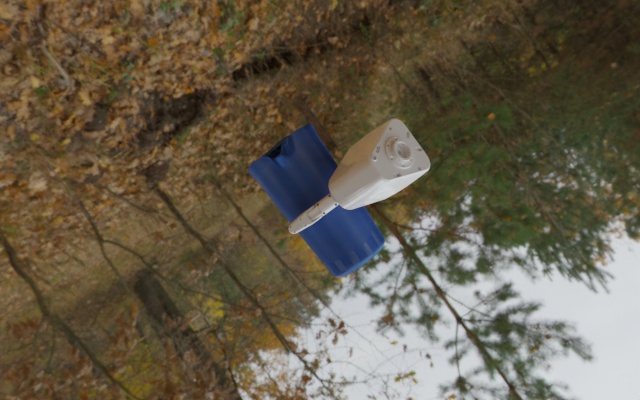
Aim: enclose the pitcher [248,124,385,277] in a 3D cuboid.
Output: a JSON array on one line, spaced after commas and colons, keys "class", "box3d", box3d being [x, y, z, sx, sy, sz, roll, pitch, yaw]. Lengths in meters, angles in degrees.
[{"class": "pitcher", "box3d": [0.000, 0.003, 0.816, 0.149, 0.243, 0.145, -36, 0, -39]}]
